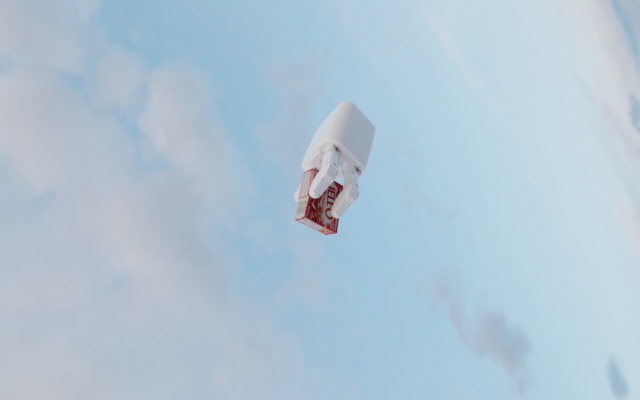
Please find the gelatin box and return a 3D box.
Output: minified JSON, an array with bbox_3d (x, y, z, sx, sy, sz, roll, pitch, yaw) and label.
[{"bbox_3d":[0.000,0.003,0.778,0.073,0.089,0.030,29,-30,-36],"label":"gelatin box"}]
